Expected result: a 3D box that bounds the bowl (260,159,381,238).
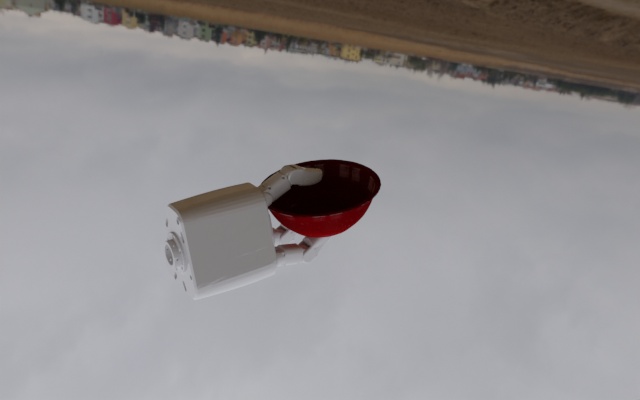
[{"bbox_3d":[0.001,0.002,0.637,0.162,0.055,0.162,-5,29,3],"label":"bowl"}]
